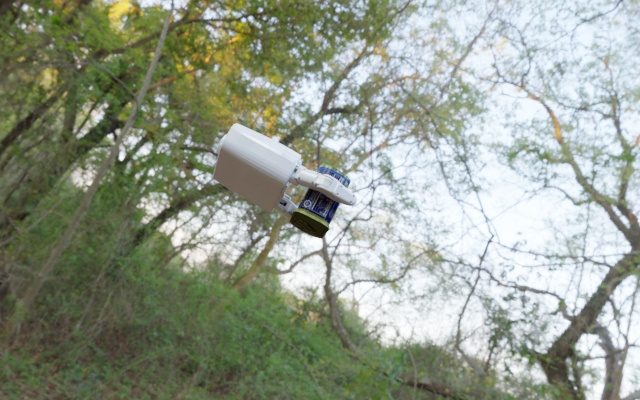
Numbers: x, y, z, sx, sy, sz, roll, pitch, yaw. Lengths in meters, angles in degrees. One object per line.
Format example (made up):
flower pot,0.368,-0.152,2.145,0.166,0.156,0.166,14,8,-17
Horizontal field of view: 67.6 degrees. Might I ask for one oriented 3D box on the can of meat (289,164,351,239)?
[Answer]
can of meat,0.000,0.002,0.718,0.057,0.084,0.102,27,-17,-1
